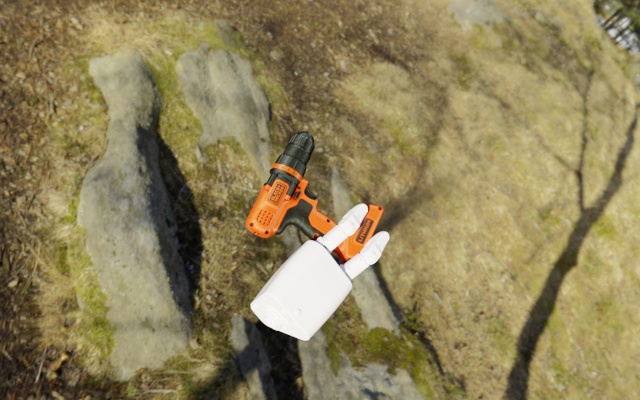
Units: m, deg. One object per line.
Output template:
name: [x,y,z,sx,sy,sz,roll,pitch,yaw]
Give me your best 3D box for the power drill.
power drill: [0.000,0.003,0.754,0.187,0.184,0.057,27,-14,-4]
